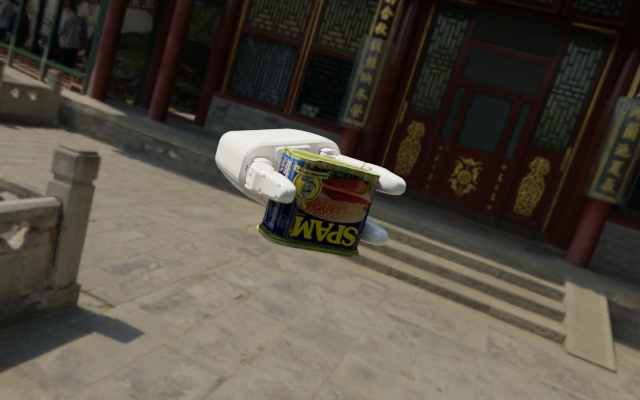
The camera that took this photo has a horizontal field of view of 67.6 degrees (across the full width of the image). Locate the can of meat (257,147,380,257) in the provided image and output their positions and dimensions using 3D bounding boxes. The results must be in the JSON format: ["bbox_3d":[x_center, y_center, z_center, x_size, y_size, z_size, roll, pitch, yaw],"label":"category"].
[{"bbox_3d":[0.000,0.001,0.460,0.102,0.084,0.057,12,10,-27],"label":"can of meat"}]
